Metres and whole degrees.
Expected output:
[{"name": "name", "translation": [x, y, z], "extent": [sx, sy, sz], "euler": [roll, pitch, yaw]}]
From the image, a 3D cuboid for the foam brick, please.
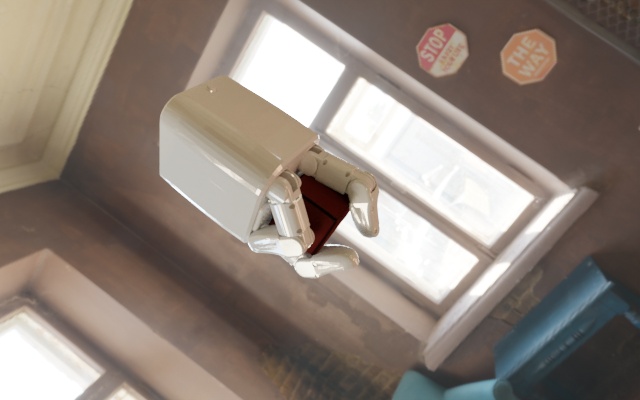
[{"name": "foam brick", "translation": [0.000, 0.001, 0.440], "extent": [0.051, 0.053, 0.078], "euler": [35, 38, 6]}]
